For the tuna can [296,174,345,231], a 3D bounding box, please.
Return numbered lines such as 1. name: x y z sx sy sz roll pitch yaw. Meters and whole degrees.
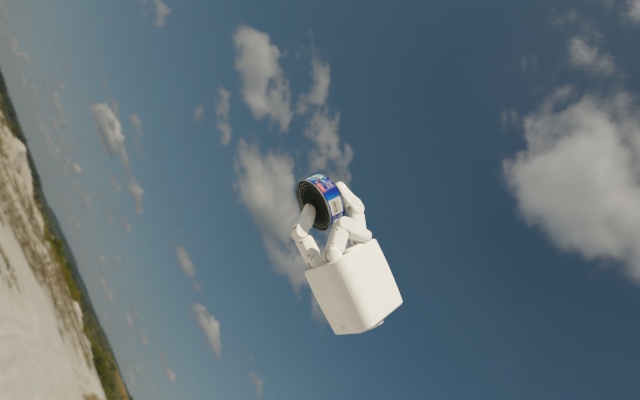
1. tuna can: 0.001 0.002 0.746 0.033 0.086 0.086 -26 13 -29
